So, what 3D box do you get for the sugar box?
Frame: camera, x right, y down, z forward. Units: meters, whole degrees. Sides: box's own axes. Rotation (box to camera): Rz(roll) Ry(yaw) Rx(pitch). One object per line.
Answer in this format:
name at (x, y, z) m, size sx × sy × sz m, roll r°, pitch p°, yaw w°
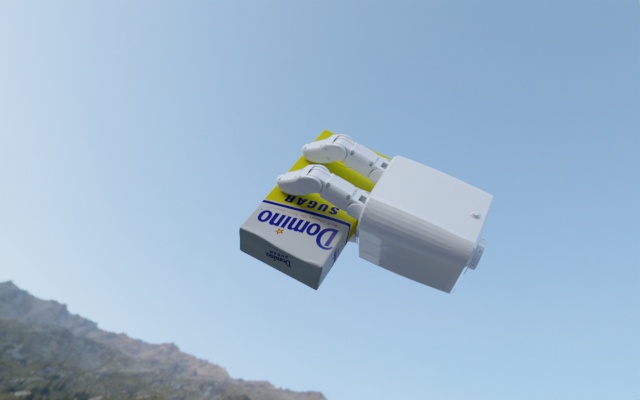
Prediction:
sugar box at (0.000, 0.001, 0.511) m, size 0.093 × 0.048 × 0.176 m, roll 25°, pitch 48°, yaw 14°
